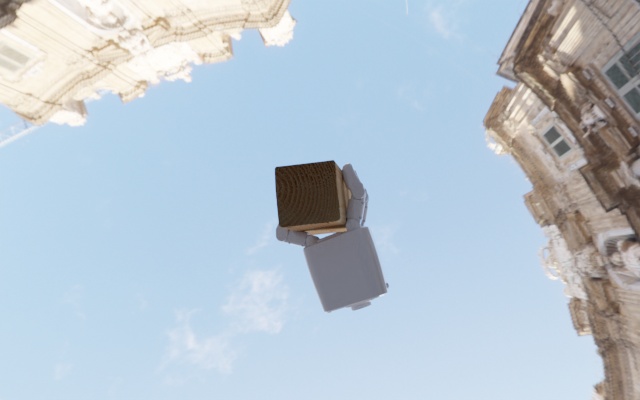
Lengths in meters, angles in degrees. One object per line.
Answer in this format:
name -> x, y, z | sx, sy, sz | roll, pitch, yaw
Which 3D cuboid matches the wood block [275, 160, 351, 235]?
wood block -> 0.000, 0.003, 0.769 | 0.091, 0.090, 0.206 | -7, -8, 10
